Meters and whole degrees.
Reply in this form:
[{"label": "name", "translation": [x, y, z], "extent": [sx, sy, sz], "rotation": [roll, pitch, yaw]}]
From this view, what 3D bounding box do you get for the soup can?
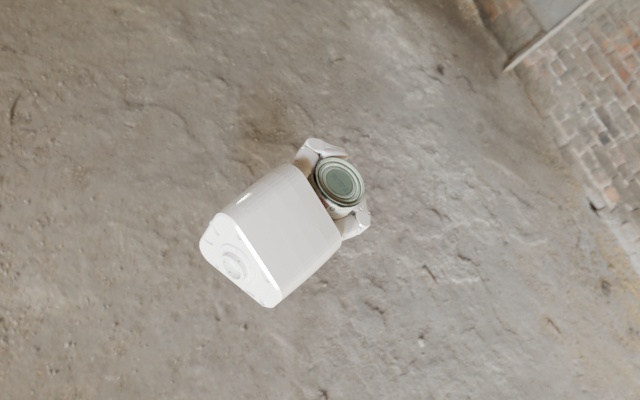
[{"label": "soup can", "translation": [0.001, 0.002, 0.578], "extent": [0.068, 0.068, 0.102], "rotation": [0, -29, -31]}]
